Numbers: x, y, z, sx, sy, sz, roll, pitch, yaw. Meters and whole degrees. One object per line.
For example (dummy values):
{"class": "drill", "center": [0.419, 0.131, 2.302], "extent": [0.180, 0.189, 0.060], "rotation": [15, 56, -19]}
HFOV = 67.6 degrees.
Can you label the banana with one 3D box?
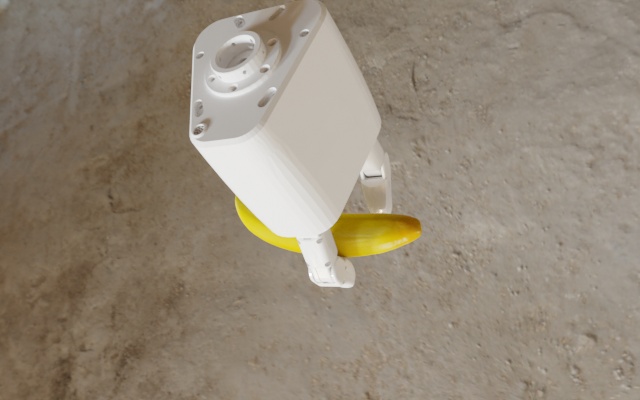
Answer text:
{"class": "banana", "center": [-0.013, 0.015, 0.413], "extent": [0.197, 0.069, 0.037], "rotation": [20, -27, 37]}
